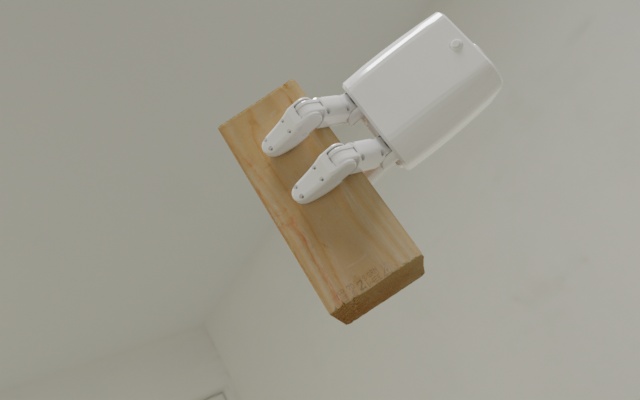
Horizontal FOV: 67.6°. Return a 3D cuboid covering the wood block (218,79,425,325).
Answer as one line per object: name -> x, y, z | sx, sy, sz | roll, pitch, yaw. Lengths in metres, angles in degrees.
wood block -> 0.000, 0.001, 0.450 | 0.090, 0.206, 0.091 | -34, -24, 0
